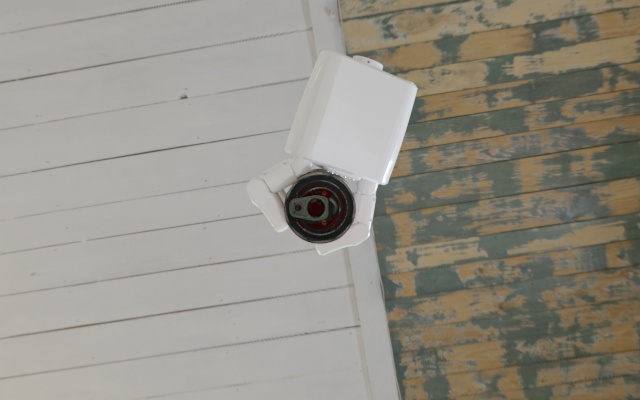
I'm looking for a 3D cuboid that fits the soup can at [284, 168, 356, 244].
[{"bbox_3d":[0.000,0.002,0.495,0.068,0.068,0.102,0,7,1],"label":"soup can"}]
